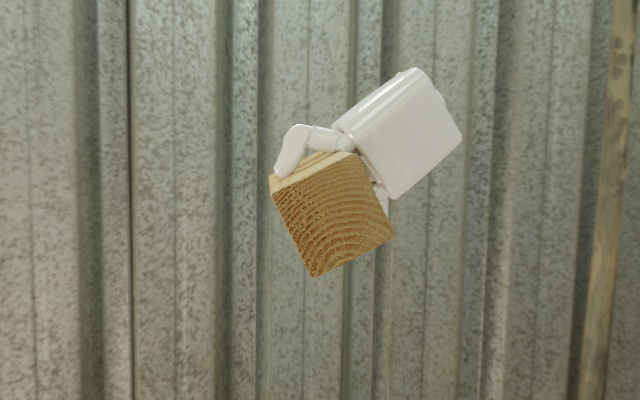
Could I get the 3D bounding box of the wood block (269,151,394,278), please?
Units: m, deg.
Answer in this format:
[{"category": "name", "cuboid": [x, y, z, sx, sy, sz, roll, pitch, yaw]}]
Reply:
[{"category": "wood block", "cuboid": [0.001, 0.002, 0.536, 0.090, 0.091, 0.206, -27, 9, -3]}]
